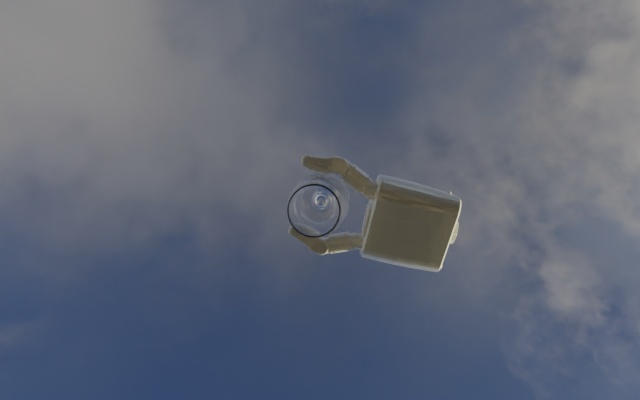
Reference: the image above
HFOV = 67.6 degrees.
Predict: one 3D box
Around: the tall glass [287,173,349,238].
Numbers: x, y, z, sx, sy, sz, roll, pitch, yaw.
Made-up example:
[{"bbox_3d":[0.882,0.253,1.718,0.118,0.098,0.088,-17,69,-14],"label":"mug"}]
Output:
[{"bbox_3d":[0.000,0.002,0.640,0.079,0.079,0.201,0,6,5],"label":"tall glass"}]
